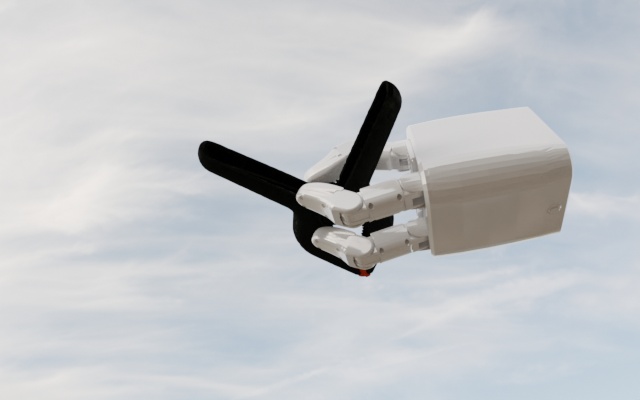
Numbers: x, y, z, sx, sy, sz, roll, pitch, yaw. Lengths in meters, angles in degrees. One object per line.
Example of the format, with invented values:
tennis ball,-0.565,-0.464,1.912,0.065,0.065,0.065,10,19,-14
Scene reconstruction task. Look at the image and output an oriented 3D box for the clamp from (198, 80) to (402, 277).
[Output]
clamp,0.000,0.001,0.426,0.164,0.036,0.210,-10,-45,8
